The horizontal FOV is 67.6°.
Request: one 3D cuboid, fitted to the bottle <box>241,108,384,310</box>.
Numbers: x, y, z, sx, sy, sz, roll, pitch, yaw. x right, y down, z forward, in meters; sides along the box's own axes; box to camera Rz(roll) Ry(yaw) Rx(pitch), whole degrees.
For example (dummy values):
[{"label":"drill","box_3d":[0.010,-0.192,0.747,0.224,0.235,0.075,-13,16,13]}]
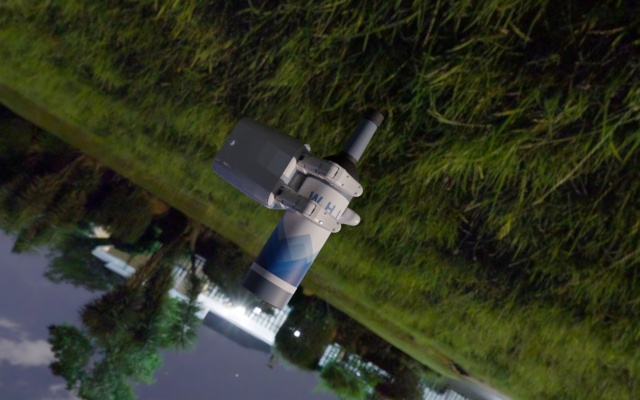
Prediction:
[{"label":"bottle","box_3d":[0.000,0.002,0.646,0.069,0.295,0.069,31,-8,5]}]
